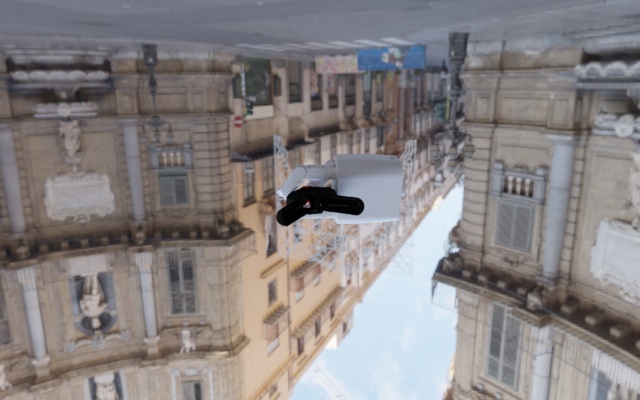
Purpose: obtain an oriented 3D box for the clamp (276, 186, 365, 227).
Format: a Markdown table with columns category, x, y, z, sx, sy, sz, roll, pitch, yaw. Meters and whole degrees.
| category | x | y | z | sx | sy | sz | roll | pitch | yaw |
| --- | --- | --- | --- | --- | --- | --- | --- | --- | --- |
| clamp | 0.000 | 0.003 | 0.711 | 0.120 | 0.039 | 0.171 | -1 | 14 | 0 |
